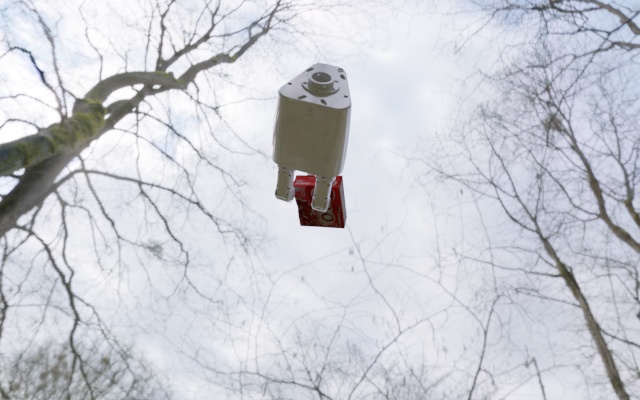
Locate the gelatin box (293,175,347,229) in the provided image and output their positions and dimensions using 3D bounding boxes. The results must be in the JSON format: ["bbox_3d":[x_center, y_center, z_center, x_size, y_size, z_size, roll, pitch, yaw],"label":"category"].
[{"bbox_3d":[0.000,0.002,0.735,0.073,0.089,0.030,3,42,13],"label":"gelatin box"}]
